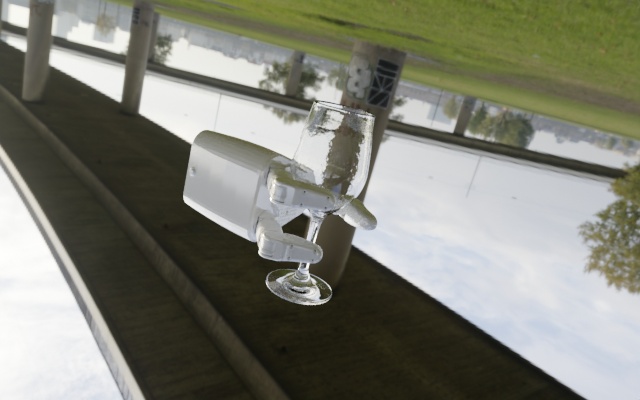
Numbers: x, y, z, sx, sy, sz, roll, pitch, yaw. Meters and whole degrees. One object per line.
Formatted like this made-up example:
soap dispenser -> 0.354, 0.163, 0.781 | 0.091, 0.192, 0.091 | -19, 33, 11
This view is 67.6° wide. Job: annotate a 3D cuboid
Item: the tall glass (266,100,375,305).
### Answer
tall glass -> 0.000, 0.002, 0.496 | 0.079, 0.201, 0.079 | 14, 16, -4
